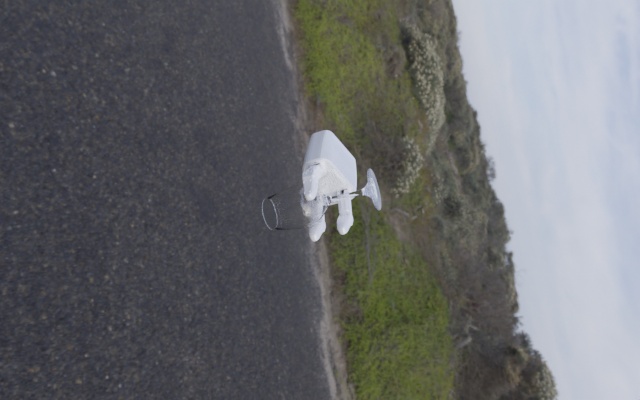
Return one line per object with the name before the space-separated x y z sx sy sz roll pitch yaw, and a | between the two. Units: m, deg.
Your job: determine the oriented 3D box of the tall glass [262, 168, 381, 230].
tall glass | 0.001 0.003 0.842 0.201 0.079 0.079 -14 -4 17
